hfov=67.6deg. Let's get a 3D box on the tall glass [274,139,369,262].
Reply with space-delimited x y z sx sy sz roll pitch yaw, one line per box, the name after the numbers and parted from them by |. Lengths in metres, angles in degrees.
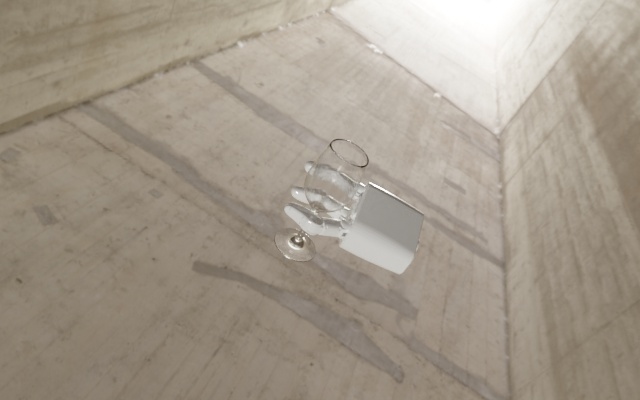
0.000 0.003 0.731 0.079 0.201 0.079 20 36 -15 | tall glass
